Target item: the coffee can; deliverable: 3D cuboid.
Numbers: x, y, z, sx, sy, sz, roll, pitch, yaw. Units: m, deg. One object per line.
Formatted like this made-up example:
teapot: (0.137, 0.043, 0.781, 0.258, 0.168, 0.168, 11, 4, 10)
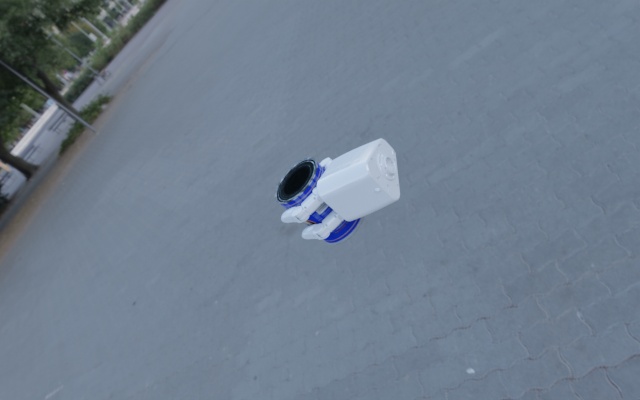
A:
coffee can: (0.000, 0.003, 0.890, 0.140, 0.102, 0.103, 41, -23, -29)
